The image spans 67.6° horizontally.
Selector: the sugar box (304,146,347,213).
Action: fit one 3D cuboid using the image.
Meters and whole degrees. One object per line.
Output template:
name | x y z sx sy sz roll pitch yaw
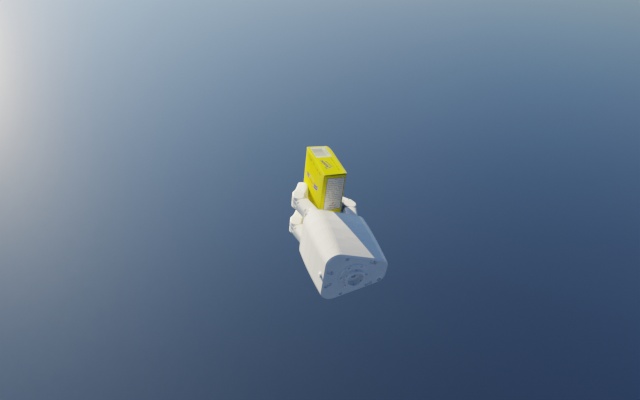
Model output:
sugar box | 0.000 0.003 0.836 0.048 0.176 0.093 -5 37 -20
